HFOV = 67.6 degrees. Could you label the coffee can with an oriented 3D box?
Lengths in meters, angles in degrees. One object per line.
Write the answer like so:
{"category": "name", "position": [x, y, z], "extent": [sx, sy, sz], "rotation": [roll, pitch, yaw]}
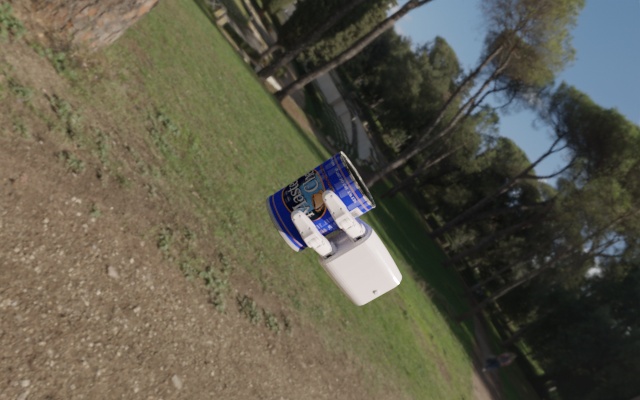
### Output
{"category": "coffee can", "position": [0.000, 0.002, 0.752], "extent": [0.140, 0.103, 0.103], "rotation": [-32, -7, 11]}
